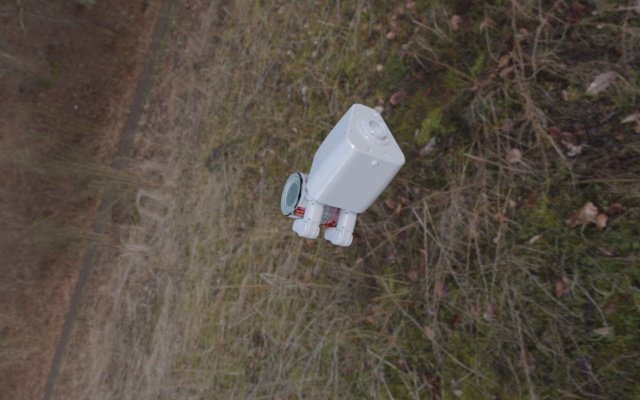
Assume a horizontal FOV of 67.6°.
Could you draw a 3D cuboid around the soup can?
[{"bbox_3d":[0.000,0.002,0.719,0.102,0.068,0.068,15,-7,-25],"label":"soup can"}]
